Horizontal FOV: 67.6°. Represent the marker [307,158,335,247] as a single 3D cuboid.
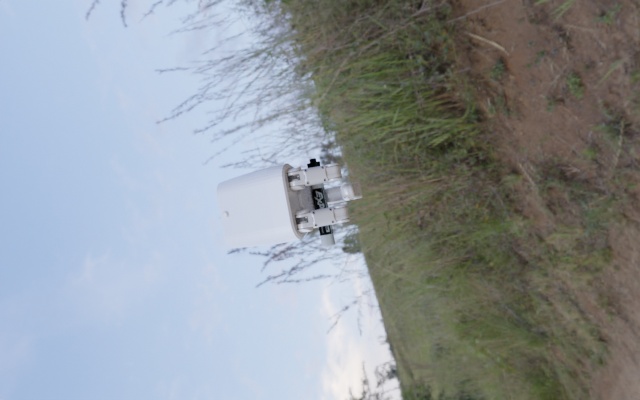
[{"bbox_3d":[0.000,0.002,0.651,0.020,0.121,0.020,-11,-2,0],"label":"marker"}]
